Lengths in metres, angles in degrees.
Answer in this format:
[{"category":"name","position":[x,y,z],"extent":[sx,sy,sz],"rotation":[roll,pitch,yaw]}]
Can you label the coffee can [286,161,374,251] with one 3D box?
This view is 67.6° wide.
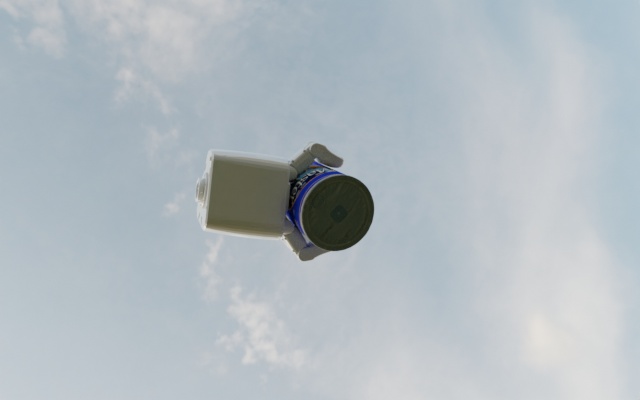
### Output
[{"category":"coffee can","position":[0.000,0.002,0.682],"extent":[0.103,0.103,0.140],"rotation":[0,13,-21]}]
